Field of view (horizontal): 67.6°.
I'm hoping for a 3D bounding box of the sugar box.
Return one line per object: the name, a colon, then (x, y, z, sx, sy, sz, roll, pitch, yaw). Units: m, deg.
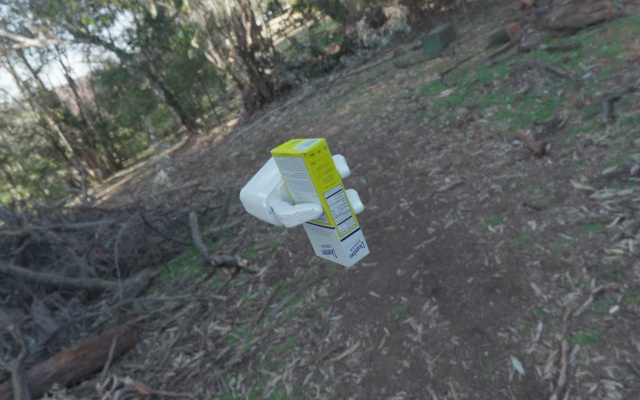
sugar box: (0.000, 0.002, 0.665, 0.048, 0.176, 0.093, -34, 23, -24)
